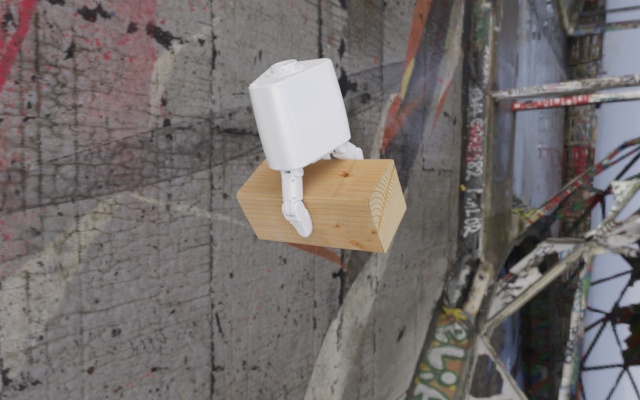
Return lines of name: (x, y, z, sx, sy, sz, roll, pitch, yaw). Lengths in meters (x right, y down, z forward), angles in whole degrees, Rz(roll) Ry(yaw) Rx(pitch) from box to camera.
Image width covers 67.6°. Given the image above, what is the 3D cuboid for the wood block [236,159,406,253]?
wood block: (0.000, 0.002, 0.664, 0.206, 0.090, 0.090, 3, 42, 32)
